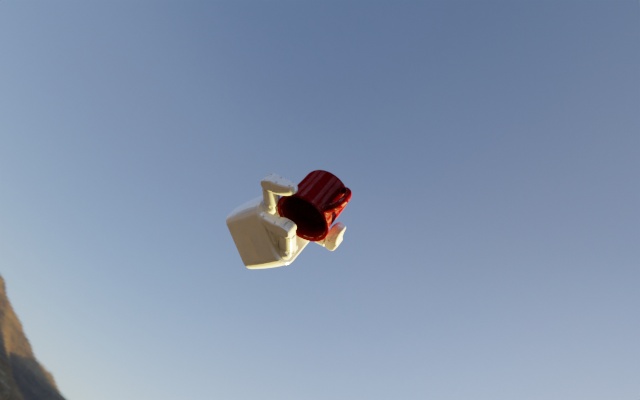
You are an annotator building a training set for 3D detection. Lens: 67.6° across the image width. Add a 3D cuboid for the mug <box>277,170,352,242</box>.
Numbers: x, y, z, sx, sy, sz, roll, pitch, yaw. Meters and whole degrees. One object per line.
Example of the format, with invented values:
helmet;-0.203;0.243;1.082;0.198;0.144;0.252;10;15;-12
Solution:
mug;0.001;0.002;0.750;0.117;0.093;0.081;-15;26;45
